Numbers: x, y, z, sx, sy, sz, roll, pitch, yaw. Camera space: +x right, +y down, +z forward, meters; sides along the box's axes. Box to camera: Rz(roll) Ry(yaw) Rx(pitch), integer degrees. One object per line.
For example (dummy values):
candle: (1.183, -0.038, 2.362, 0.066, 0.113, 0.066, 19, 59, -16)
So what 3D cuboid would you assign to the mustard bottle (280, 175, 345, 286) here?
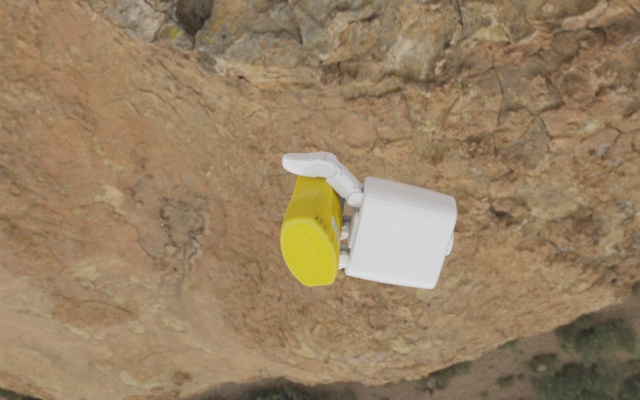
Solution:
mustard bottle: (0.000, 0.002, 0.564, 0.058, 0.096, 0.191, -8, 34, 15)
